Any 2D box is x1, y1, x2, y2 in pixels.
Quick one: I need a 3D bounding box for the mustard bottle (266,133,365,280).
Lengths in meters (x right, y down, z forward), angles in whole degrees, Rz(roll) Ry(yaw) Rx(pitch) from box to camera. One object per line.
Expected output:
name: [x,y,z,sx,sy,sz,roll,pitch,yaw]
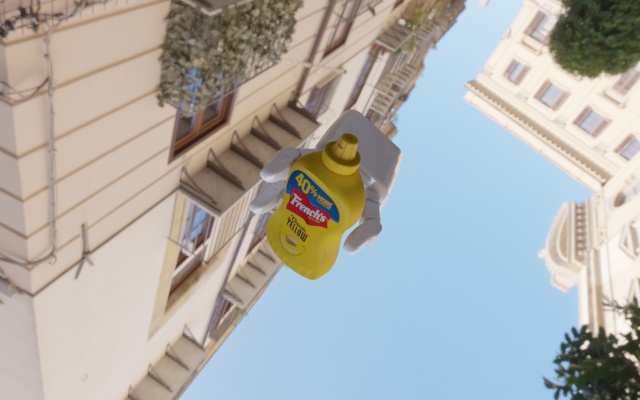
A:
mustard bottle: [0.000,0.002,0.545,0.058,0.192,0.096,-26,62,-42]
